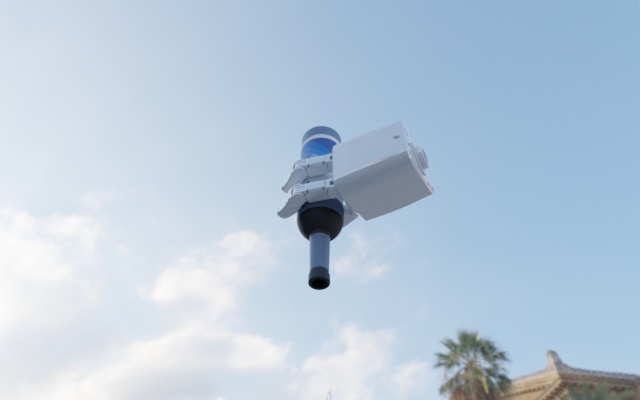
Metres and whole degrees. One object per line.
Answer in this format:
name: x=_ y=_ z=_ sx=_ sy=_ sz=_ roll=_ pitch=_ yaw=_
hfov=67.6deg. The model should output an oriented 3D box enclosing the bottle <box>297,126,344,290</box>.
bottle: x=0.000 y=0.002 z=0.693 sx=0.069 sy=0.069 sz=0.295 roll=0 pitch=43 yaw=1
